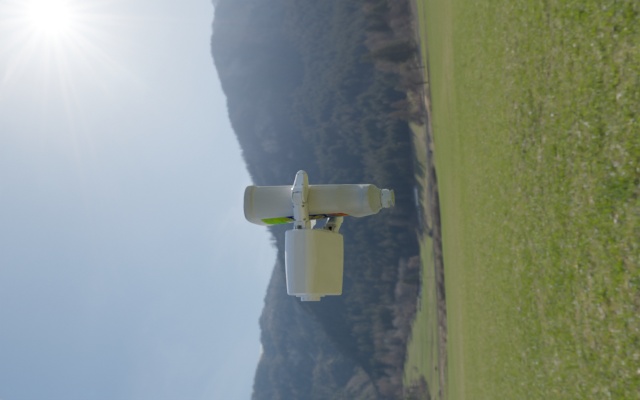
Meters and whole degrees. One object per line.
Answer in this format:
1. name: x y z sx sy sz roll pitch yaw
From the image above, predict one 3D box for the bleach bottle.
1. bleach bottle: 0.000 0.003 0.830 0.251 0.068 0.102 -4 -12 18
